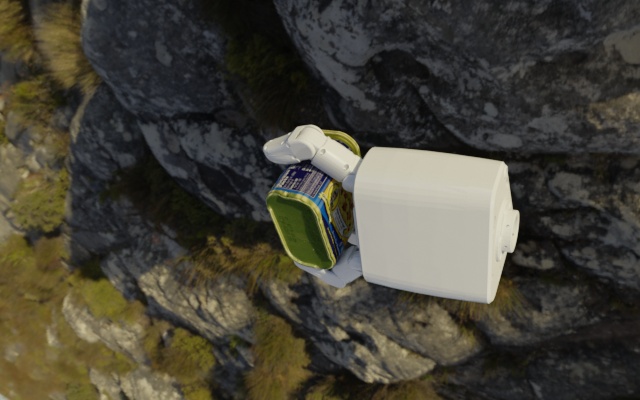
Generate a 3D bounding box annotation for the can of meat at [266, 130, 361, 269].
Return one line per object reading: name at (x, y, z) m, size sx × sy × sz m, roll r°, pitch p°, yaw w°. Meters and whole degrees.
can of meat at (0.000, 0.002, 0.437) m, size 0.057 × 0.102 × 0.084 m, roll 10°, pitch 50°, yaw 27°
